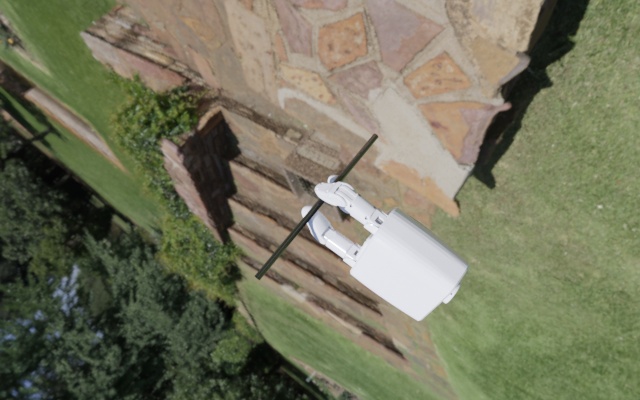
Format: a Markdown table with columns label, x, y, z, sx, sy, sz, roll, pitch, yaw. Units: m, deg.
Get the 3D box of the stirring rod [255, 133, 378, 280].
| label | x | y | z | sx | sy | sz | roll | pitch | yaw |
| --- | --- | --- | --- | --- | --- | --- | --- | --- | --- |
| stirring rod | 0.000 | 0.002 | 0.587 | 0.011 | 0.239 | 0.011 | 35 | -20 | 15 |
